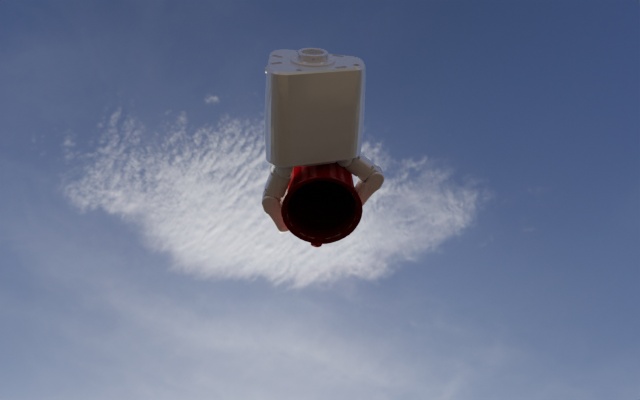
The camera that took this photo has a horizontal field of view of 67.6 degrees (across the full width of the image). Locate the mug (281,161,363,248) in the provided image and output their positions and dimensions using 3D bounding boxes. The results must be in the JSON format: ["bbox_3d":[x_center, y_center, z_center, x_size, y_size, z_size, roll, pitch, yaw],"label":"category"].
[{"bbox_3d":[0.000,0.003,0.584,0.093,0.117,0.081,2,32,-3],"label":"mug"}]
